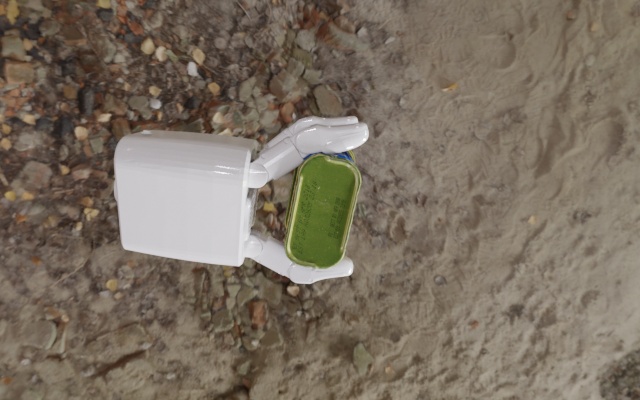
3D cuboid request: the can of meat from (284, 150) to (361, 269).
[{"bbox_3d":[0.000,0.002,0.427,0.057,0.102,0.084,11,13,-4],"label":"can of meat"}]
